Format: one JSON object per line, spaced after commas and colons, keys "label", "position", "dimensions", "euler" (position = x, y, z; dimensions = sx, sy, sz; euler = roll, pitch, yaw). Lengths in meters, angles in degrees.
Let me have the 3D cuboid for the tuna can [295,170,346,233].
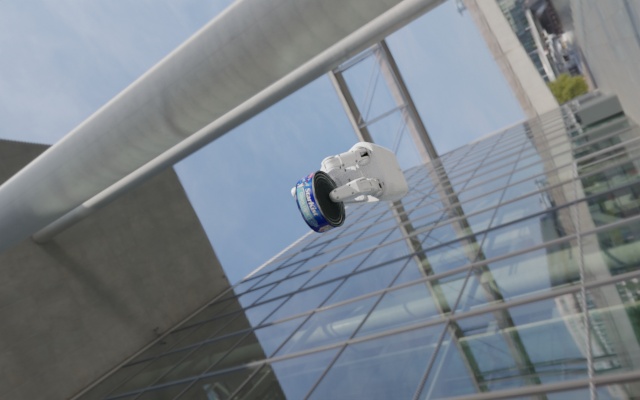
{"label": "tuna can", "position": [0.000, 0.002, 0.685], "dimensions": [0.034, 0.086, 0.086], "euler": [-22, -10, 25]}
